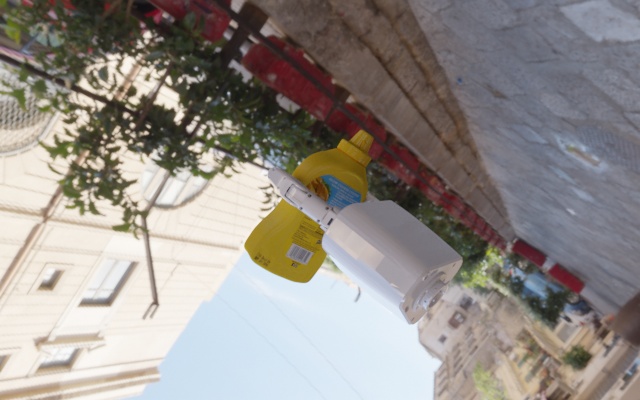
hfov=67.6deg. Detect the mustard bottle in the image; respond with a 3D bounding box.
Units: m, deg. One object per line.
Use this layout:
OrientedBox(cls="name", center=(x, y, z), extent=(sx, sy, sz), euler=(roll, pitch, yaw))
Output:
OrientedBox(cls="mustard bottle", center=(0.000, 0.002, 0.556), extent=(0.096, 0.191, 0.058), euler=(30, 9, -35))
